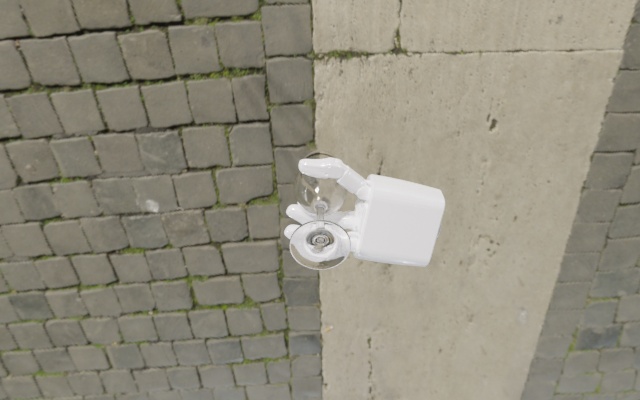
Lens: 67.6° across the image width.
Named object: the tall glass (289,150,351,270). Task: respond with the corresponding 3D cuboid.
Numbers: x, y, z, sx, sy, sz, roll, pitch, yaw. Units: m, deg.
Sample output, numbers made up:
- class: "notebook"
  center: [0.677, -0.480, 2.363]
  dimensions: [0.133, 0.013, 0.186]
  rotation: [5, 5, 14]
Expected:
- class: "tall glass"
  center: [0.000, 0.002, 0.654]
  dimensions: [0.079, 0.079, 0.201]
  rotation: [0, 32, 0]
